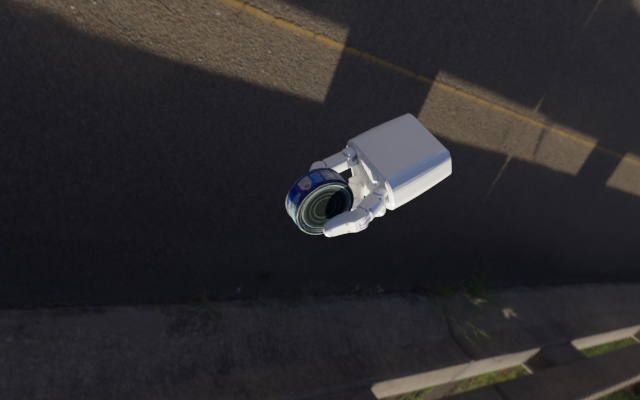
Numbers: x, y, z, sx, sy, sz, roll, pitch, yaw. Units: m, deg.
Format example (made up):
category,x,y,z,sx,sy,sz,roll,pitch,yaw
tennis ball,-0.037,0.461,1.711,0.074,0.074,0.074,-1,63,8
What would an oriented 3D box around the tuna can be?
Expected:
category,x,y,z,sx,sy,sz,roll,pitch,yaw
tuna can,0.000,0.002,0.621,0.086,0.086,0.033,0,35,-33
